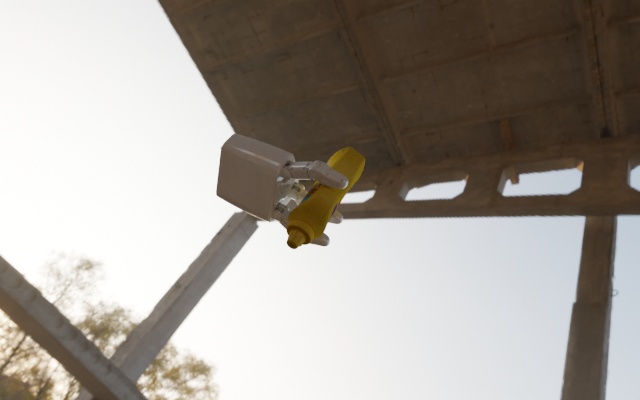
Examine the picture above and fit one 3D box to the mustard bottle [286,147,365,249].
[{"bbox_3d":[0.001,0.002,0.739,0.058,0.191,0.096,39,-40,-5],"label":"mustard bottle"}]
